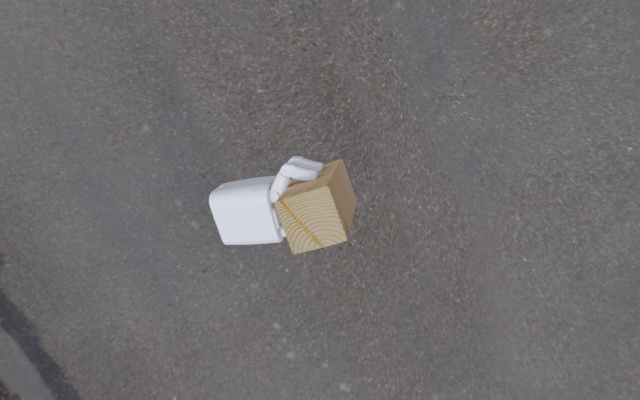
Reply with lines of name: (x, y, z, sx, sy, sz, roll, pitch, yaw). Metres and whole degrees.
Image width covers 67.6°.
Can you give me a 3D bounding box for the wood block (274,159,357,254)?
wood block: (0.000, 0.003, 0.805, 0.090, 0.091, 0.206, -16, 13, 13)
